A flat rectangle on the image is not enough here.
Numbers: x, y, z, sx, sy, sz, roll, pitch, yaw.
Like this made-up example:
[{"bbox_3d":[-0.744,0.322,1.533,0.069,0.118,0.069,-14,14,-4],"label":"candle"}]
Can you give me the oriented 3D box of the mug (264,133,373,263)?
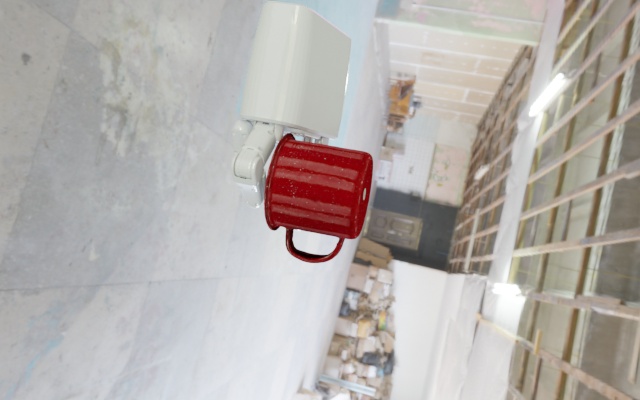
[{"bbox_3d":[0.000,0.003,0.443,0.081,0.117,0.093,10,5,11],"label":"mug"}]
